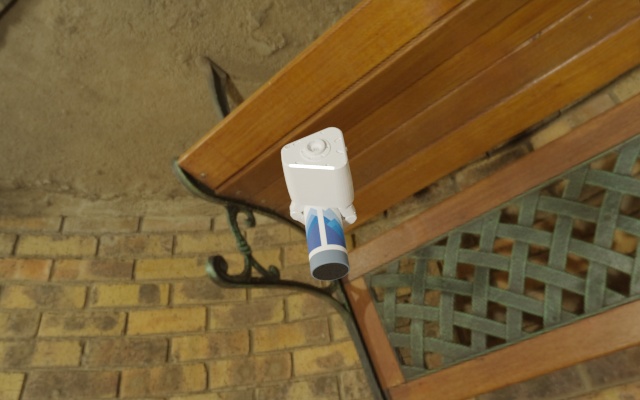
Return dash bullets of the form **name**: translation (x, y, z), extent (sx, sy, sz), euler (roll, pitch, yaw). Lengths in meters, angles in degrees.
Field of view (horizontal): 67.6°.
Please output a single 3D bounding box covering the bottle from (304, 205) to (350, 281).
- **bottle**: translation (0.000, 0.003, 0.892), extent (0.069, 0.295, 0.069), euler (-5, -36, -4)
